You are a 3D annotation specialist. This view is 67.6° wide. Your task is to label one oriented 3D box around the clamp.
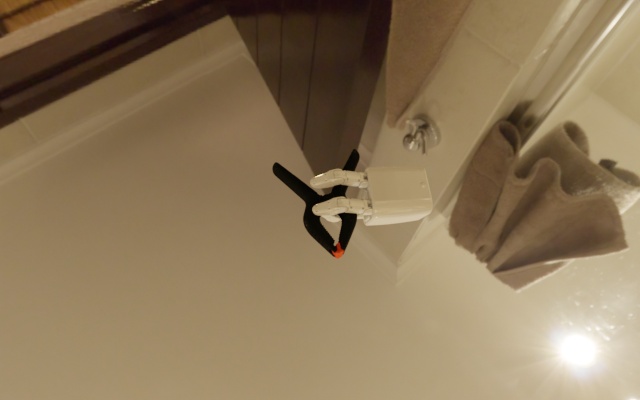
[{"bbox_3d":[0.000,0.004,0.852,0.164,0.209,0.036,-5,-28,-2],"label":"clamp"}]
